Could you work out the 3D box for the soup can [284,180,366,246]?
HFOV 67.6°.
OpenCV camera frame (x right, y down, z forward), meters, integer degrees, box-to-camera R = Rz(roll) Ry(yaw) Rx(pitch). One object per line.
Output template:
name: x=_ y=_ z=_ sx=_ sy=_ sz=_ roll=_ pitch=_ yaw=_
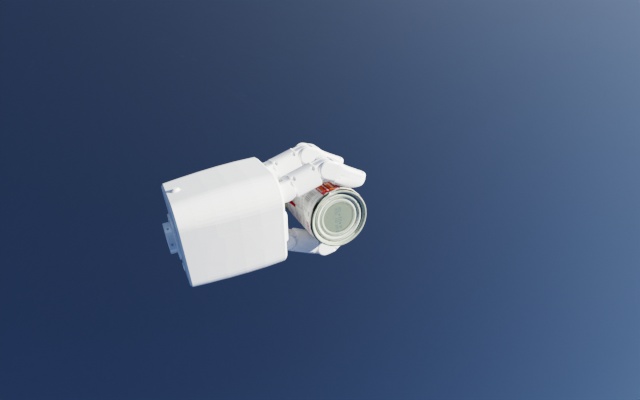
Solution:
soup can: x=0.001 y=0.002 z=0.549 sx=0.068 sy=0.068 sz=0.102 roll=0 pitch=20 yaw=-25
